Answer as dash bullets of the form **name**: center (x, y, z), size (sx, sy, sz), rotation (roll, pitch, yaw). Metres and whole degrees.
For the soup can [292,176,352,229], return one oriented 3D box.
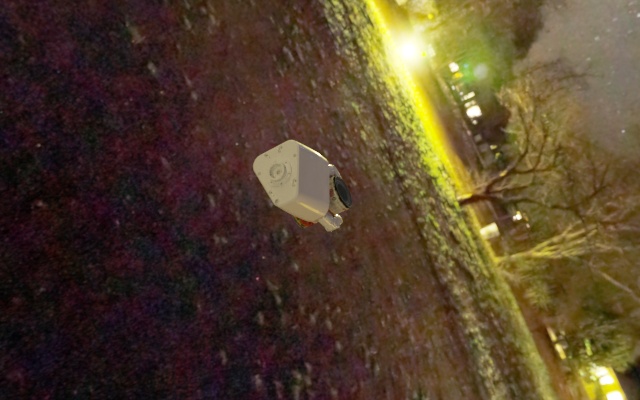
- **soup can**: center (0.001, 0.003, 0.897), size (0.102, 0.068, 0.068), rotation (-25, -9, 20)
